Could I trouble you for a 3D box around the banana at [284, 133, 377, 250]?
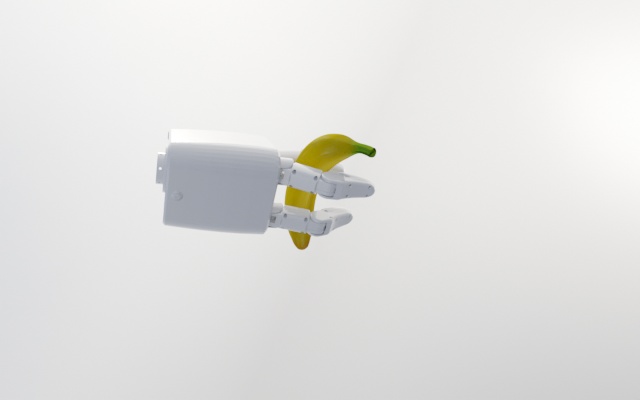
[{"bbox_3d":[-0.009,-0.015,0.549,0.037,0.069,0.198,-21,-23,-36],"label":"banana"}]
